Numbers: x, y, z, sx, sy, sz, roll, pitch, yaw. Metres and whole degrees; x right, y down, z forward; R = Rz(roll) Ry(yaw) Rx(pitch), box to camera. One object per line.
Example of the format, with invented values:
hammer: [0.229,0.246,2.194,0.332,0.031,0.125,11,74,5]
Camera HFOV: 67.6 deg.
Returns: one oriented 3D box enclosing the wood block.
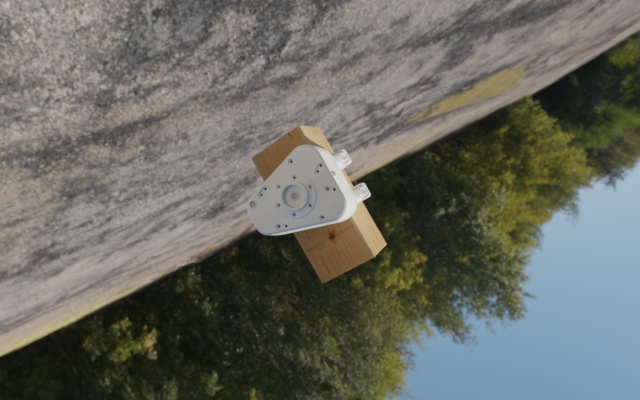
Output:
wood block: [0.000,0.003,0.700,0.091,0.206,0.090,-31,-3,20]
